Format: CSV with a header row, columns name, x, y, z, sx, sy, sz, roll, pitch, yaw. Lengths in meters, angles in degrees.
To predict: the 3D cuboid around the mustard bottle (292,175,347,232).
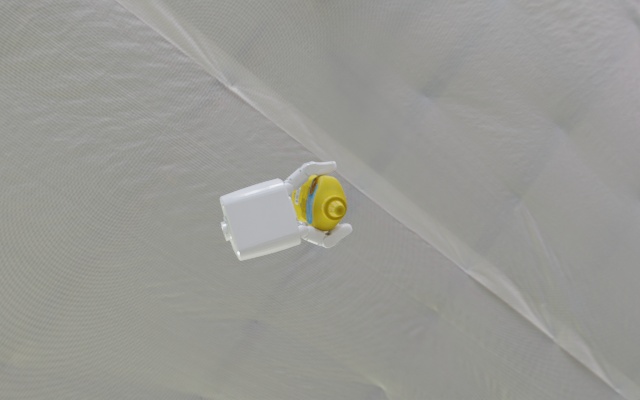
name,x,y,z,sx,sy,sz,roll,pitch,yaw
mustard bottle,0.000,0.003,0.834,0.058,0.096,0.191,9,5,-19
